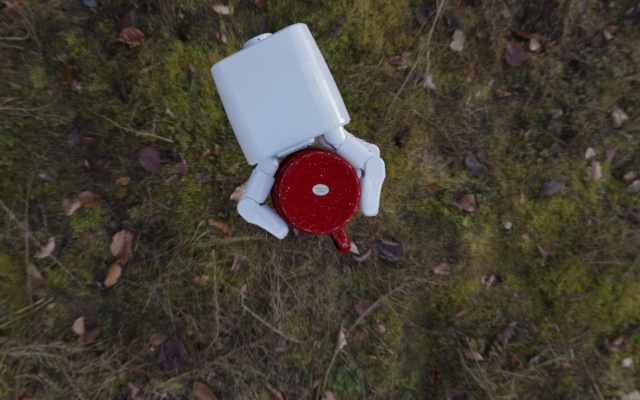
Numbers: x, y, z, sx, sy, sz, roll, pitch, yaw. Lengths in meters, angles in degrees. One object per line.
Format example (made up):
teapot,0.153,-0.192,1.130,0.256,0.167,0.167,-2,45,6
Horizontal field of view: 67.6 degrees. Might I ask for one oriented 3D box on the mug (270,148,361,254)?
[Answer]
mug,0.001,0.003,0.489,0.093,0.117,0.081,-25,6,-4
